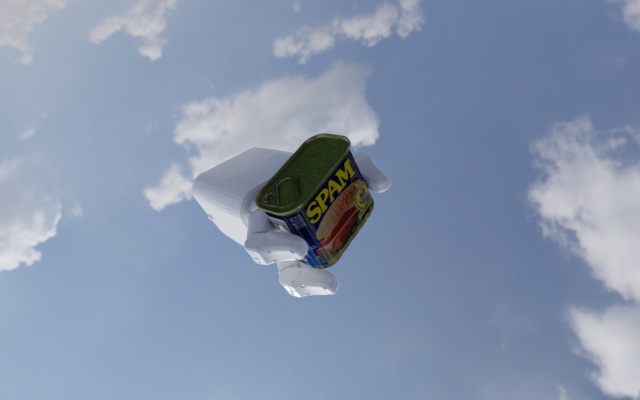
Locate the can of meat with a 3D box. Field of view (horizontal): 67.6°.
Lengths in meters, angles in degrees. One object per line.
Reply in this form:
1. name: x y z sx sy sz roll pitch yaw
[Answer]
1. can of meat: 0.000 0.002 0.454 0.057 0.102 0.084 14 -35 42
